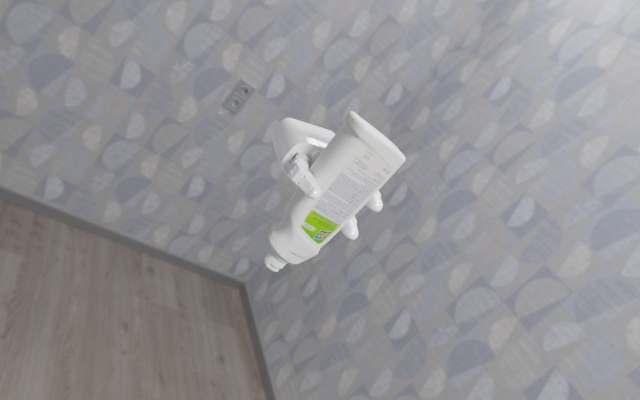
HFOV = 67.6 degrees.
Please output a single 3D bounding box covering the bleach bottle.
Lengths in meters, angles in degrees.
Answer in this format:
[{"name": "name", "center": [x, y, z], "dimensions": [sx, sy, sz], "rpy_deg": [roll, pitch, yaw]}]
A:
[{"name": "bleach bottle", "center": [0.000, 0.002, 0.676], "dimensions": [0.102, 0.251, 0.068], "rpy_deg": [32, 18, -31]}]
